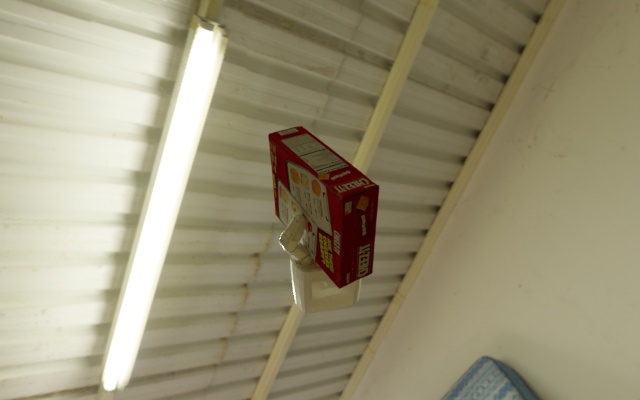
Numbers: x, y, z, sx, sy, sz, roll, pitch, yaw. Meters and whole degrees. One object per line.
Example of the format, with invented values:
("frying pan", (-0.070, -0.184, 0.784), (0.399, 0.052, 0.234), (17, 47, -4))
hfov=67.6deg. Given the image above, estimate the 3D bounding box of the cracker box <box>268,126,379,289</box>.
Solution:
("cracker box", (0.000, 0.002, 0.736), (0.072, 0.164, 0.213), (-20, 40, -25))
